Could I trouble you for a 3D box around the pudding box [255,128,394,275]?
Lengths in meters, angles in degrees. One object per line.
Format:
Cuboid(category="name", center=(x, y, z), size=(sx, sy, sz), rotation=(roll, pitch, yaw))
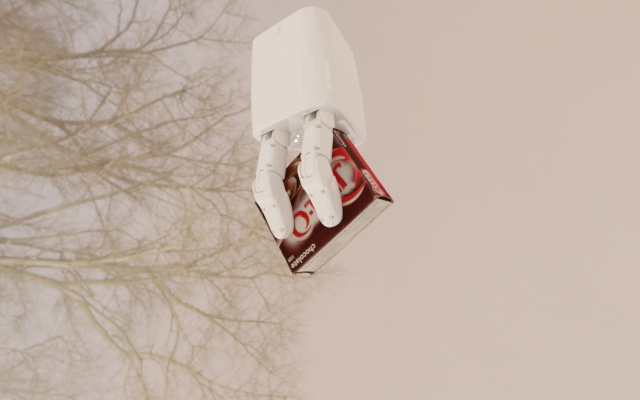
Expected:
Cuboid(category="pudding box", center=(0.000, 0.001, 0.448), size=(0.113, 0.090, 0.039), rotation=(-46, -33, 24))
